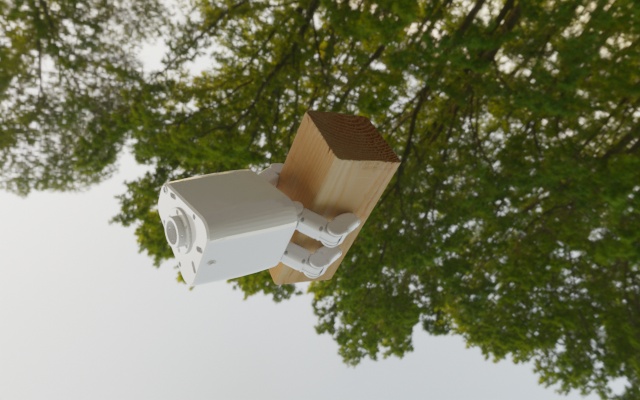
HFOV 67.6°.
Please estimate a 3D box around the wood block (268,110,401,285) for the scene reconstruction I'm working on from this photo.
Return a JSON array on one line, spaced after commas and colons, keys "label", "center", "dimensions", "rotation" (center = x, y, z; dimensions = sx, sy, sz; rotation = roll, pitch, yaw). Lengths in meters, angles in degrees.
[{"label": "wood block", "center": [0.000, 0.002, 0.592], "dimensions": [0.090, 0.206, 0.090], "rotation": [-1, 44, -32]}]
